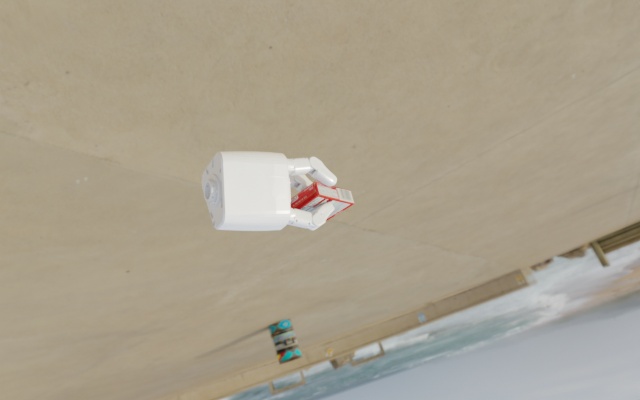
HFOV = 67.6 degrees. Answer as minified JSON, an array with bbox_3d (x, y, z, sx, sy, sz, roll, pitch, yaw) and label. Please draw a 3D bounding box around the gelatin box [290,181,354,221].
[{"bbox_3d":[0.000,0.003,0.807,0.089,0.030,0.073,13,-36,-42],"label":"gelatin box"}]
